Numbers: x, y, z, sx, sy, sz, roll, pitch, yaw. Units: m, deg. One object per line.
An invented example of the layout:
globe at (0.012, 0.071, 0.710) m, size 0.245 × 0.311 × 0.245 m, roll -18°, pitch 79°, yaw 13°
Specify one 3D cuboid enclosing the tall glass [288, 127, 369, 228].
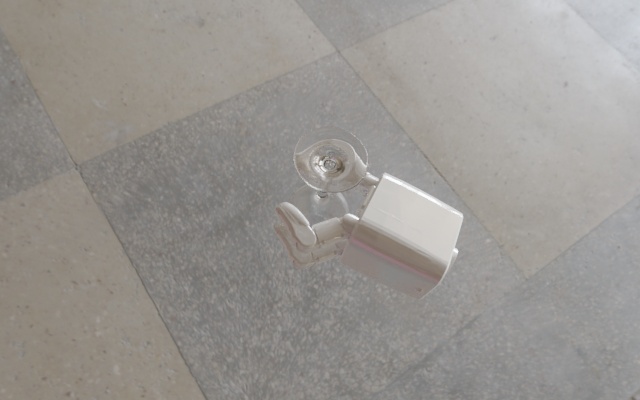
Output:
tall glass at (0.000, 0.001, 0.553) m, size 0.079 × 0.079 × 0.201 m, roll 0°, pitch -25°, yaw -7°
